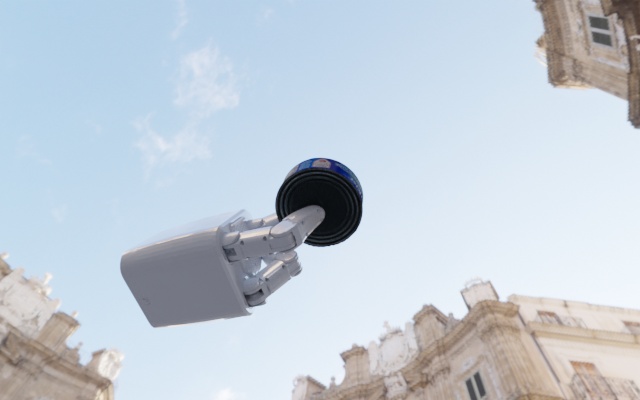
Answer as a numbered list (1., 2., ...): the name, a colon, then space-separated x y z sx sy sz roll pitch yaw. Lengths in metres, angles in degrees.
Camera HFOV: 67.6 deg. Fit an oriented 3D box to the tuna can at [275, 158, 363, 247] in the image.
1. tuna can: 0.000 0.001 0.476 0.086 0.086 0.033 0 26 8
